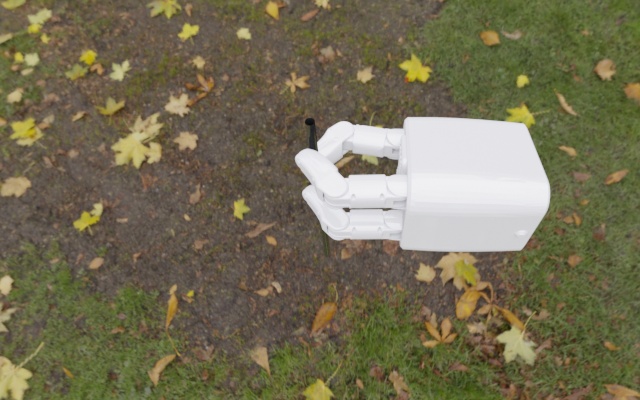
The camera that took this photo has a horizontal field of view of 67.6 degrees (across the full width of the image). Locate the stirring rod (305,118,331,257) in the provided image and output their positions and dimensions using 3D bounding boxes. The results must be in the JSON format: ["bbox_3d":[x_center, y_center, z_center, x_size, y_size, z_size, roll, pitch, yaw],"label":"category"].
[{"bbox_3d":[0.000,0.002,0.478,0.011,0.011,0.240,0,-32,5],"label":"stirring rod"}]
